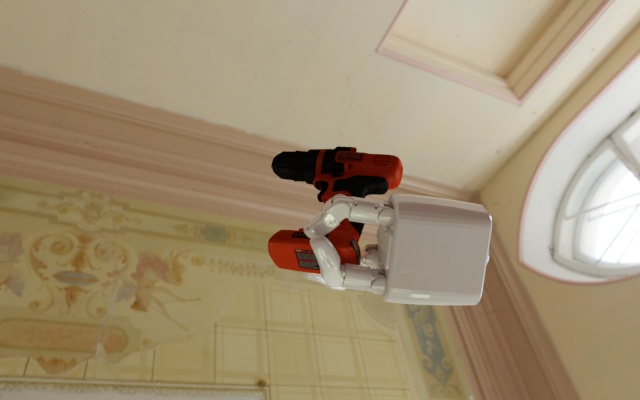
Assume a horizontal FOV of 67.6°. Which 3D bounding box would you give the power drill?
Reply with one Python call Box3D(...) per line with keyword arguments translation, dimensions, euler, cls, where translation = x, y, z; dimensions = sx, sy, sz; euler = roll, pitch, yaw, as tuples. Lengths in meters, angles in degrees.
Box3D(translation=(0.000, 0.002, 0.605), dimensions=(0.184, 0.187, 0.057), euler=(4, -44, 20), cls="power drill")
